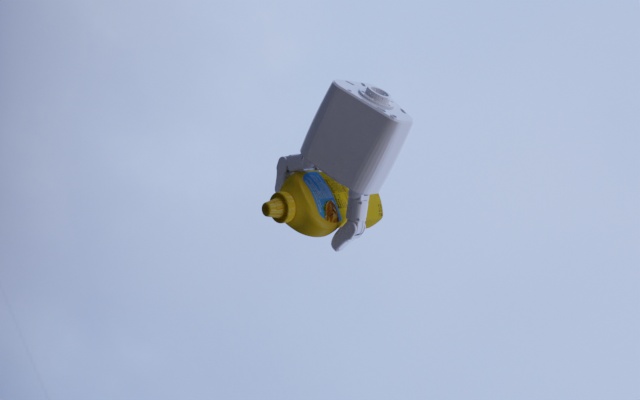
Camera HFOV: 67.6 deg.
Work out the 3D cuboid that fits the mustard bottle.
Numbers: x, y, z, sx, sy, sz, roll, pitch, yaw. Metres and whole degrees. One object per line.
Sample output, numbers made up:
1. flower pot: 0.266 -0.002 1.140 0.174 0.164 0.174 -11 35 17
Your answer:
1. mustard bottle: 0.000 0.002 0.660 0.191 0.096 0.058 -7 -24 -44
